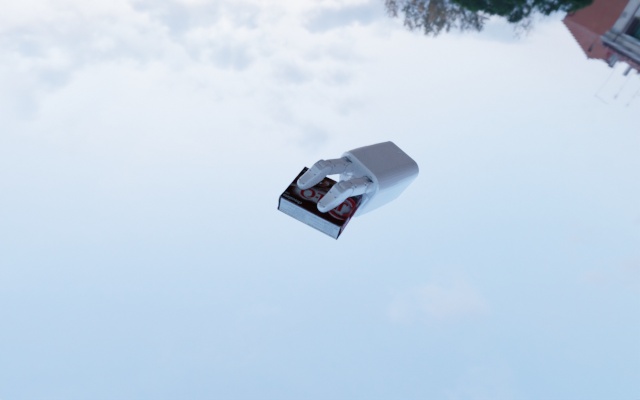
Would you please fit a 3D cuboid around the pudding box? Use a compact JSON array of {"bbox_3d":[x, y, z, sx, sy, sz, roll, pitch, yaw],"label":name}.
[{"bbox_3d":[0.000,0.003,0.773,0.113,0.039,0.090,25,44,12],"label":"pudding box"}]
